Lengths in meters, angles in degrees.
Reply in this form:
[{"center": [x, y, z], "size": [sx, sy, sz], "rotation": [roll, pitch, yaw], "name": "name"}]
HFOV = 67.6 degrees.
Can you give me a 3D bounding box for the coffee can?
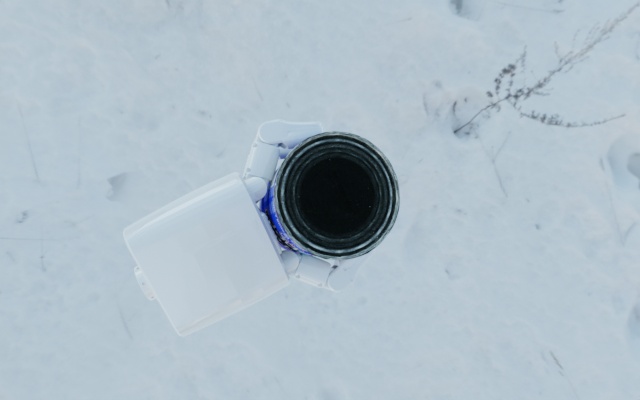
[{"center": [0.000, 0.001, 0.442], "size": [0.103, 0.103, 0.140], "rotation": [0, -5, -12], "name": "coffee can"}]
